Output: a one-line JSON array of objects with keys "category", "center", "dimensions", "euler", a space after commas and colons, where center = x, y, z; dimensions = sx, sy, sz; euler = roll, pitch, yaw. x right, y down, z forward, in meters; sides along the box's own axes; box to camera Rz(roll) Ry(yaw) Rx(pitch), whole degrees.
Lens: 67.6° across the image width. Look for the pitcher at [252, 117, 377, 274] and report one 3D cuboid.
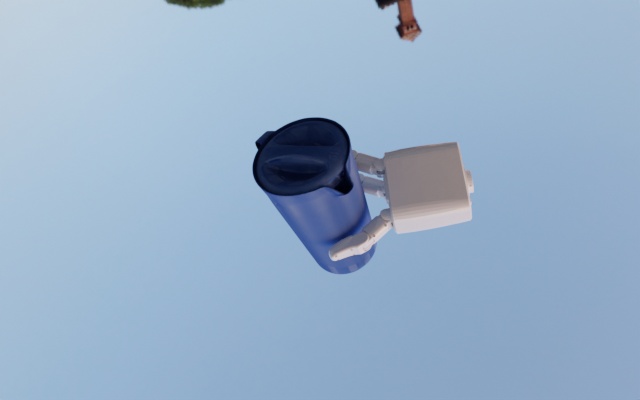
[{"category": "pitcher", "center": [0.000, 0.002, 0.702], "dimensions": [0.145, 0.149, 0.243], "euler": [-11, -39, 12]}]
